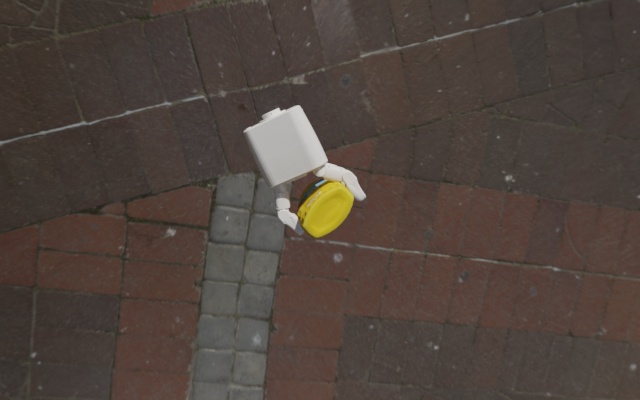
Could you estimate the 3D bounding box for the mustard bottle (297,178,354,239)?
[{"bbox_3d":[0.000,0.003,0.844,0.058,0.096,0.191,40,3,-12],"label":"mustard bottle"}]
